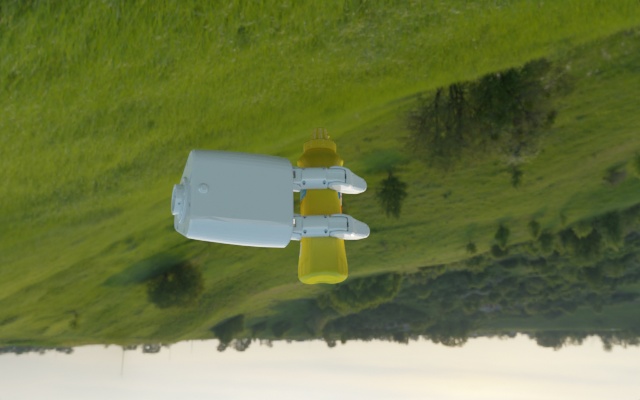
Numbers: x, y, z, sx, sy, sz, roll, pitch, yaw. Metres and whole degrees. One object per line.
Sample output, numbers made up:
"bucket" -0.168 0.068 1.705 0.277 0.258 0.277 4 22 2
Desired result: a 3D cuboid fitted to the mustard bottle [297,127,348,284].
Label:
"mustard bottle" 0.000 0.002 0.582 0.058 0.191 0.096 -2 -16 -1
